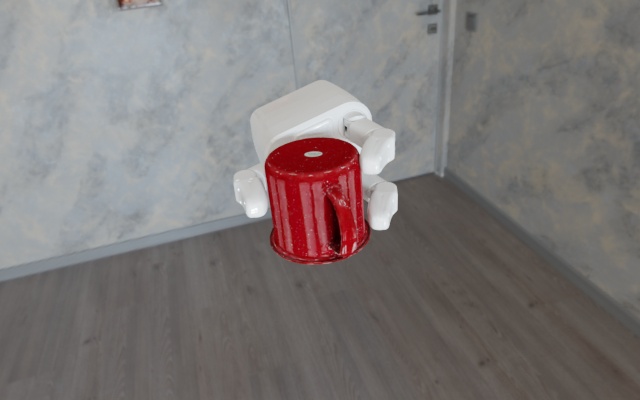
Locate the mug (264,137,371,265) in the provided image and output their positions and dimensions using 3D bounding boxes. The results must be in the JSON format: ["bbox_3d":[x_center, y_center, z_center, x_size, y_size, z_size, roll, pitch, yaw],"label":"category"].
[{"bbox_3d":[0.000,0.002,0.407,0.093,0.081,0.117,-14,31,-14],"label":"mug"}]
